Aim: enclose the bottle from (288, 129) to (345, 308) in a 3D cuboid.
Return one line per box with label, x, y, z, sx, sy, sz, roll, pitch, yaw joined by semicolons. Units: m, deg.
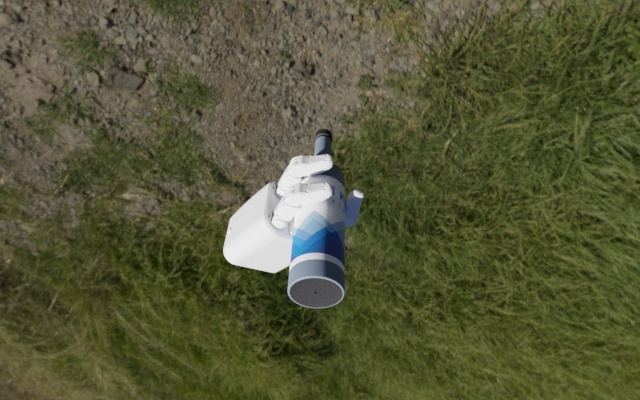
bottle;0.000;0.002;0.654;0.069;0.295;0.069;1;-44;1
